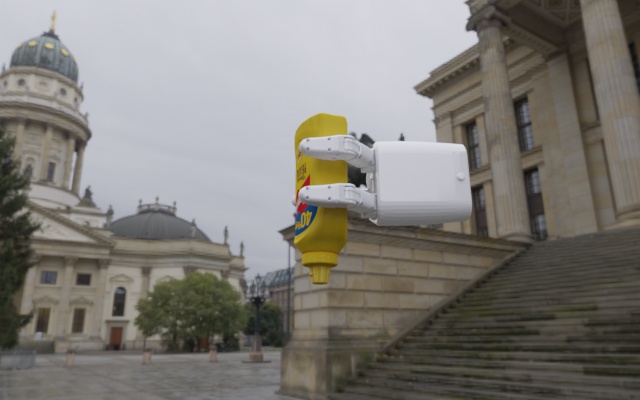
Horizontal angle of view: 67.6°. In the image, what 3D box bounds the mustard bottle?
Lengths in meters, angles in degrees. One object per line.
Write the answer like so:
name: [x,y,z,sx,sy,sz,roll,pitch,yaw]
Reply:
mustard bottle: [0.000,0.002,0.562,0.058,0.191,0.096,6,-17,-22]
